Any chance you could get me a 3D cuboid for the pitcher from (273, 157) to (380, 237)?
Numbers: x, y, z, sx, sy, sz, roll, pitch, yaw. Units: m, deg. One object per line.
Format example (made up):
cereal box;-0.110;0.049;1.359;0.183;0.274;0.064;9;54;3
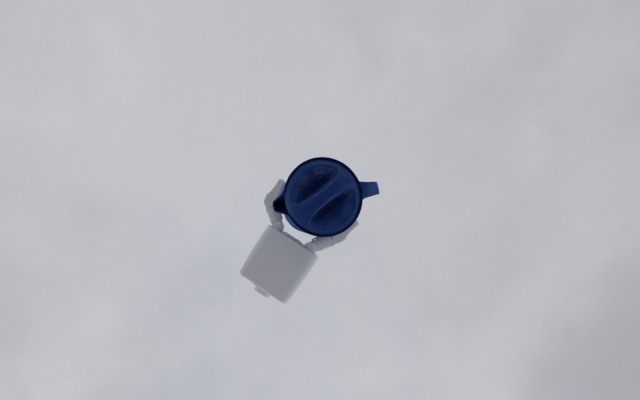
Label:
pitcher;0.000;0.003;0.898;0.149;0.145;0.243;33;-8;-4
